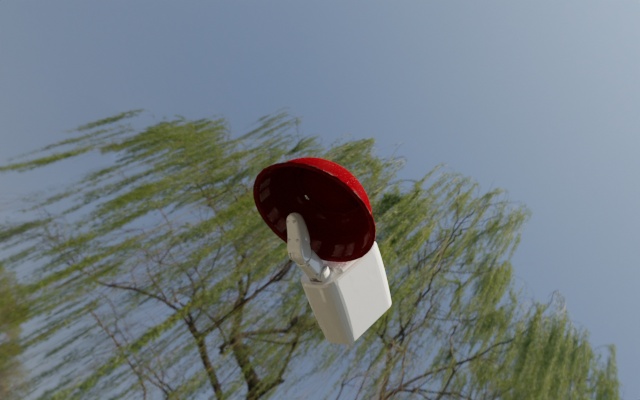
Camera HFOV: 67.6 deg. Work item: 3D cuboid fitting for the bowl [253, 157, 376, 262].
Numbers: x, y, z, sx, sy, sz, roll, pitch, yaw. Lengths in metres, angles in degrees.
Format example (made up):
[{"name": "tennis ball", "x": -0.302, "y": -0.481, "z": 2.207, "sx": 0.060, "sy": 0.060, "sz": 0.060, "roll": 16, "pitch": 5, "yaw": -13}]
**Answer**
[{"name": "bowl", "x": 0.000, "y": 0.001, "z": 0.586, "sx": 0.162, "sy": 0.162, "sz": 0.055, "roll": 0, "pitch": 42, "yaw": 33}]
